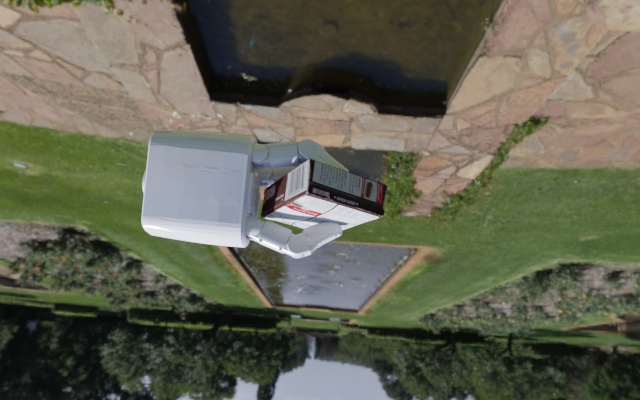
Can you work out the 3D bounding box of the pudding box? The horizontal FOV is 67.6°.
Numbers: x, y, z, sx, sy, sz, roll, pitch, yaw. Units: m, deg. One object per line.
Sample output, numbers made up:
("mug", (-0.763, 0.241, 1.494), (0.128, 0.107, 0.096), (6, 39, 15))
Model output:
("pudding box", (0.000, 0.002, 0.498), (0.090, 0.039, 0.113), (16, -20, -25))
